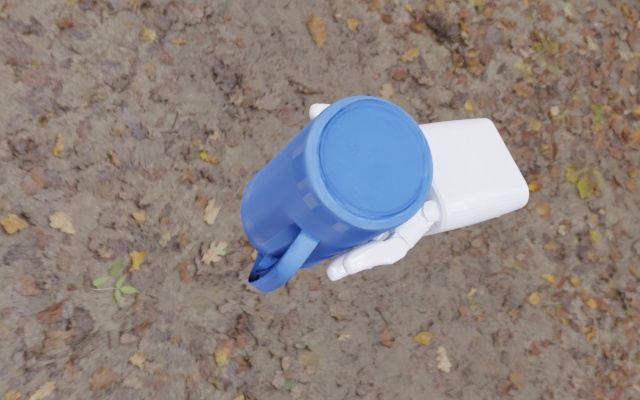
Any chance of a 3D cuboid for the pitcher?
[{"bbox_3d":[0.000,0.001,0.466,0.145,0.149,0.243,-10,-8,-19],"label":"pitcher"}]
